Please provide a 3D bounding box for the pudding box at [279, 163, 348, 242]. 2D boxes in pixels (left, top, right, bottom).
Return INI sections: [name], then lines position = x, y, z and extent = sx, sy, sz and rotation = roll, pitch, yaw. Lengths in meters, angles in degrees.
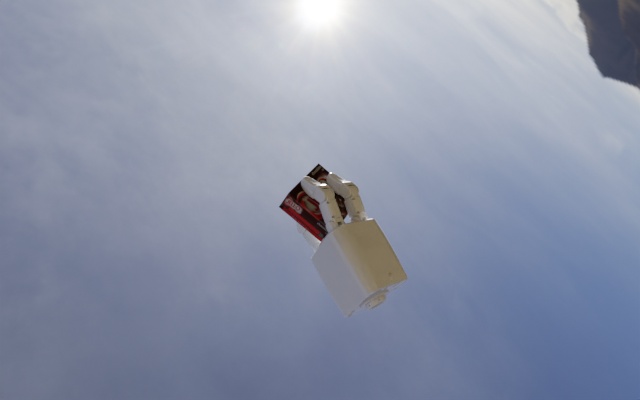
[pudding box]
position = 0.000, 0.003, 0.752
extent = 0.039, 0.090, 0.113
rotation = -50, 0, 37
